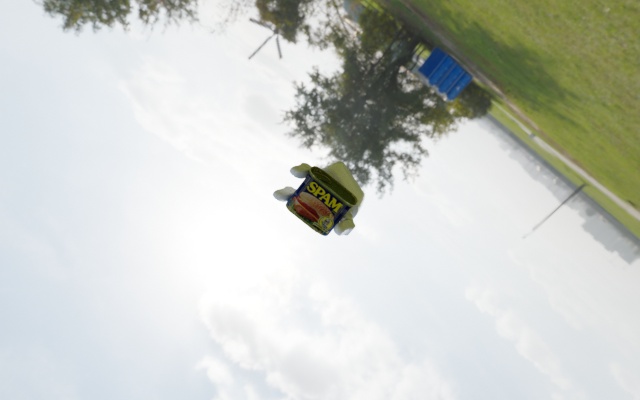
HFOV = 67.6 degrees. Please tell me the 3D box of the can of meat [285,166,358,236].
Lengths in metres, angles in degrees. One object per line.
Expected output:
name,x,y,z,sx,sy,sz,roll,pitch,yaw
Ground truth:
can of meat,0.000,0.003,0.856,0.102,0.084,0.057,39,21,-1
